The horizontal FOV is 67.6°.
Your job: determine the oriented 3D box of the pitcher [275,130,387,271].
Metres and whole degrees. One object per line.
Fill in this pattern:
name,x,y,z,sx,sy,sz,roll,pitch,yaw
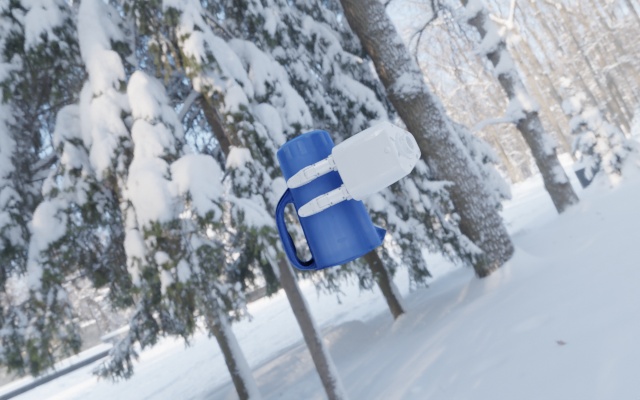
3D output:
pitcher,0.000,0.003,0.882,0.145,0.243,0.149,-27,-7,35
